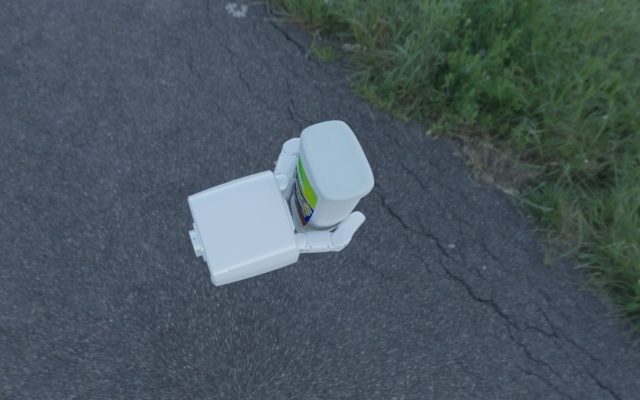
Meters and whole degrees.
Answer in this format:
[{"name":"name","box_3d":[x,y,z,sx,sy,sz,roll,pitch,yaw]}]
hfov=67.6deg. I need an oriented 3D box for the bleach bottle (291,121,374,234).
[{"name":"bleach bottle","box_3d":[0.000,0.002,0.634,0.068,0.102,0.251,-16,-21,-15]}]
